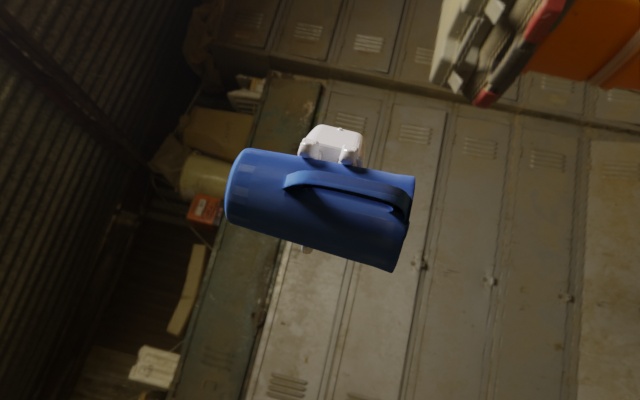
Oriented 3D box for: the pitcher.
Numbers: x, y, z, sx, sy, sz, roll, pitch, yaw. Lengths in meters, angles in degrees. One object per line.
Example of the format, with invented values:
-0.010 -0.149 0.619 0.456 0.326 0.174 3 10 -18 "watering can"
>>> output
0.000 0.002 0.640 0.243 0.149 0.145 13 28 4 "pitcher"
